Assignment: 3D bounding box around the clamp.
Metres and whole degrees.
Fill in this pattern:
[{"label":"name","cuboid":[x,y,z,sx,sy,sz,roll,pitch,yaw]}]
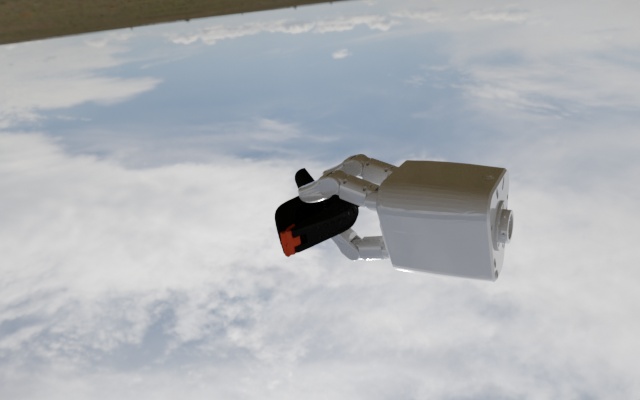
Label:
[{"label":"clamp","cuboid":[0.000,0.003,0.560,0.164,0.036,0.210,3,25,32]}]
